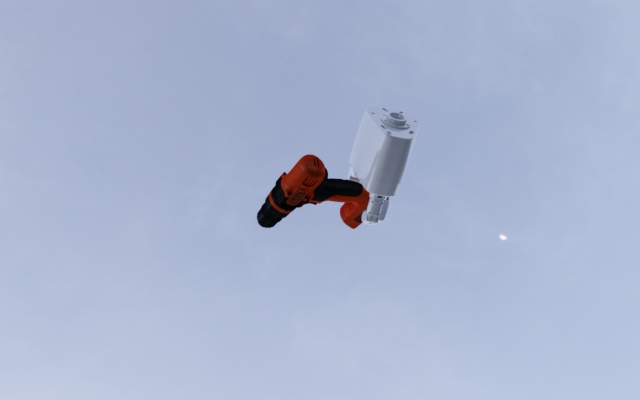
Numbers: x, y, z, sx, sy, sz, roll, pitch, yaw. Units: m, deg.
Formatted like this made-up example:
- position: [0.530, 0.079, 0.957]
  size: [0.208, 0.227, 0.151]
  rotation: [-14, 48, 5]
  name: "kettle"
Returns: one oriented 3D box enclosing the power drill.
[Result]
- position: [0.001, 0.003, 0.839]
  size: [0.188, 0.057, 0.184]
  rotation: [10, -38, -33]
  name: "power drill"
